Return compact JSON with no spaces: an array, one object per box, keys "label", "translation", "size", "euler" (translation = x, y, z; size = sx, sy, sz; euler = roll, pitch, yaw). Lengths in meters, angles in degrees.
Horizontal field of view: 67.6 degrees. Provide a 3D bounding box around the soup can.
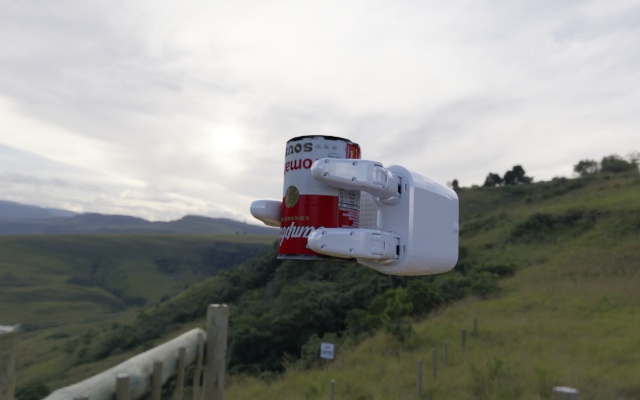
[{"label":"soup can","translation":[0.000,0.001,0.412],"size":[0.068,0.102,0.068],"euler":[3,-8,0]}]
